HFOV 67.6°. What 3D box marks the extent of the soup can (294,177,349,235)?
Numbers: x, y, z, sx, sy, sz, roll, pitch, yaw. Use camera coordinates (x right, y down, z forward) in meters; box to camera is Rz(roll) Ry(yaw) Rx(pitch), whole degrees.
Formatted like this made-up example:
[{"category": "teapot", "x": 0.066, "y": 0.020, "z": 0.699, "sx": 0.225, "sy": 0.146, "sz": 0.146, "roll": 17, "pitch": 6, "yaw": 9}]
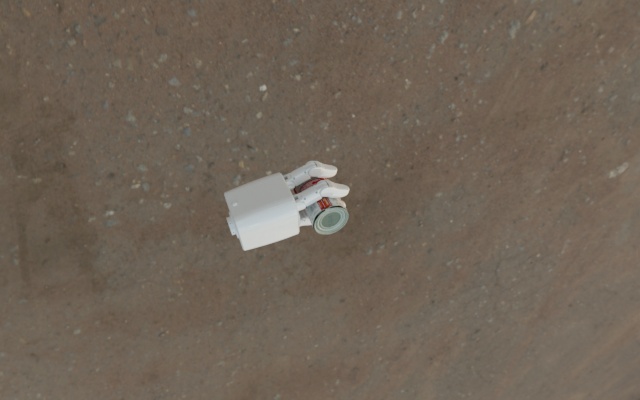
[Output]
[{"category": "soup can", "x": 0.001, "y": 0.003, "z": 0.853, "sx": 0.068, "sy": 0.068, "sz": 0.102, "roll": 0, "pitch": 41, "yaw": -29}]
